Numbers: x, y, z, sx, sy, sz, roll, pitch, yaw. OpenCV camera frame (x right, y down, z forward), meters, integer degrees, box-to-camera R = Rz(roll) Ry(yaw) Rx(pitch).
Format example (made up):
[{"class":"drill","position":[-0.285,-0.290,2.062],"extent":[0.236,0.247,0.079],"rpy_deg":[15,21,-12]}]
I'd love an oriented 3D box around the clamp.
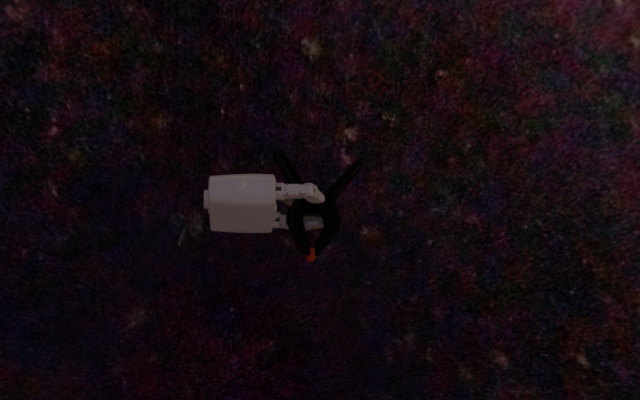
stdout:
[{"class":"clamp","position":[0.000,0.003,0.846],"extent":[0.164,0.210,0.036],"rpy_deg":[0,-20,-9]}]
